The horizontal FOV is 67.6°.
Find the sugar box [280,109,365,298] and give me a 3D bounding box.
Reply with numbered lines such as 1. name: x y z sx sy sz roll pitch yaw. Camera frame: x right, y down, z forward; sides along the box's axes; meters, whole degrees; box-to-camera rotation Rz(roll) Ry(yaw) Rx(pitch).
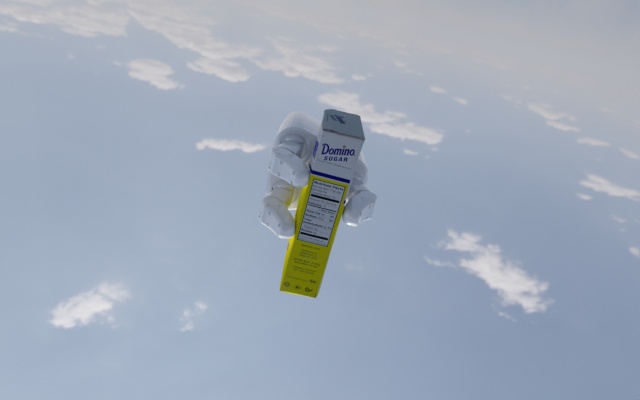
1. sugar box: 0.000 0.002 0.489 0.048 0.176 0.093 12 22 -3
